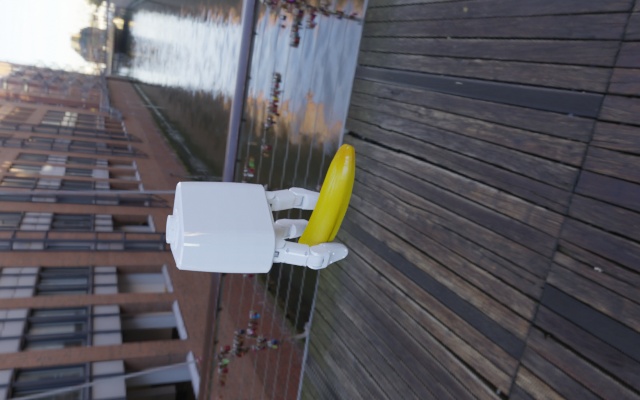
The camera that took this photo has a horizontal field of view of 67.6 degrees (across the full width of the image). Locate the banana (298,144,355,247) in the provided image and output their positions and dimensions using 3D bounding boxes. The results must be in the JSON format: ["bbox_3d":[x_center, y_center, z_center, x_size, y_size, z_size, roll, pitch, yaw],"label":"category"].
[{"bbox_3d":[0.002,0.019,0.604,0.037,0.069,0.198,4,-40,-21],"label":"banana"}]
